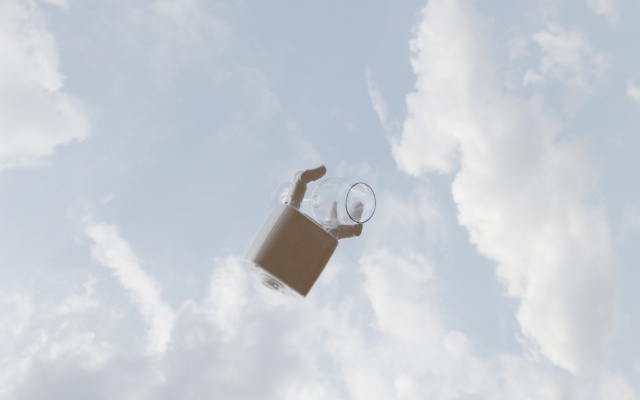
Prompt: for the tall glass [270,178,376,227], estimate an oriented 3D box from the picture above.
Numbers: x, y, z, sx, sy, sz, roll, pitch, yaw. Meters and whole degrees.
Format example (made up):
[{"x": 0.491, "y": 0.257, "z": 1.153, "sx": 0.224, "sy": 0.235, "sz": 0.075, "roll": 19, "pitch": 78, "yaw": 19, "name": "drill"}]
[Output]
[{"x": 0.000, "y": 0.002, "z": 0.789, "sx": 0.079, "sy": 0.079, "sz": 0.201, "roll": 0, "pitch": 0, "yaw": -38, "name": "tall glass"}]
